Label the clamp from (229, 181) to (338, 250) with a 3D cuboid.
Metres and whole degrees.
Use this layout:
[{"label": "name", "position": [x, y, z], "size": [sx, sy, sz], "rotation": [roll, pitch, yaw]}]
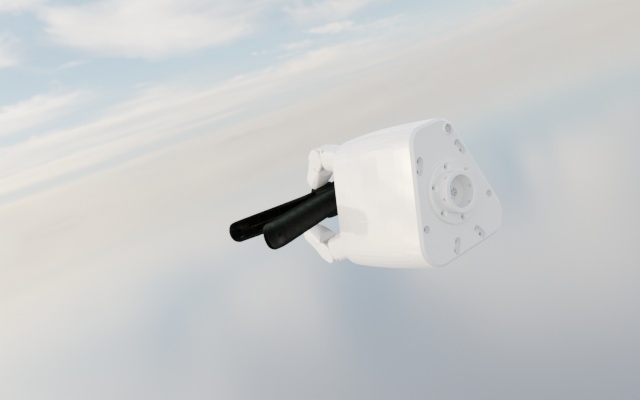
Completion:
[{"label": "clamp", "position": [0.000, 0.001, 0.532], "size": [0.210, 0.036, 0.164], "rotation": [-25, 9, -28]}]
